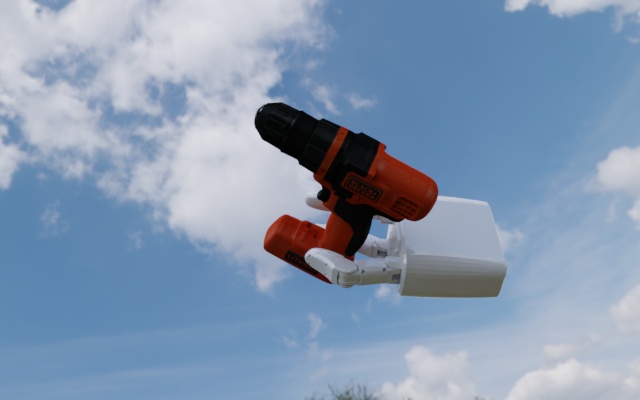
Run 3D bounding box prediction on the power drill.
[{"bbox_3d":[0.000,0.002,0.493,0.184,0.057,0.188,29,-40,-1],"label":"power drill"}]
